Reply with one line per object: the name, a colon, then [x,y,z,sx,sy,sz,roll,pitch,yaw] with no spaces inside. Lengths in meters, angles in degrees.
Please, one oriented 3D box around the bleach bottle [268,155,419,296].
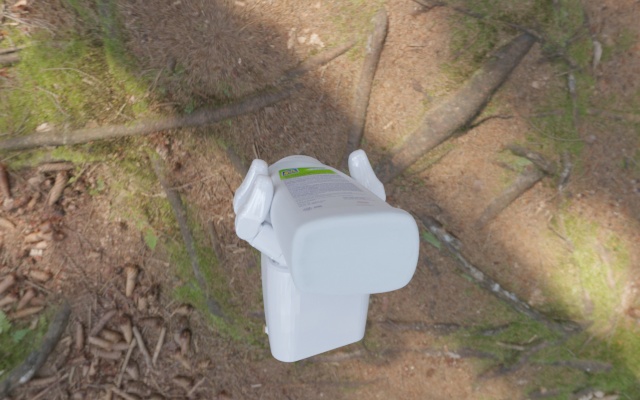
bleach bottle: [0.000,0.001,0.463,0.102,0.068,0.250,-3,19,-11]
